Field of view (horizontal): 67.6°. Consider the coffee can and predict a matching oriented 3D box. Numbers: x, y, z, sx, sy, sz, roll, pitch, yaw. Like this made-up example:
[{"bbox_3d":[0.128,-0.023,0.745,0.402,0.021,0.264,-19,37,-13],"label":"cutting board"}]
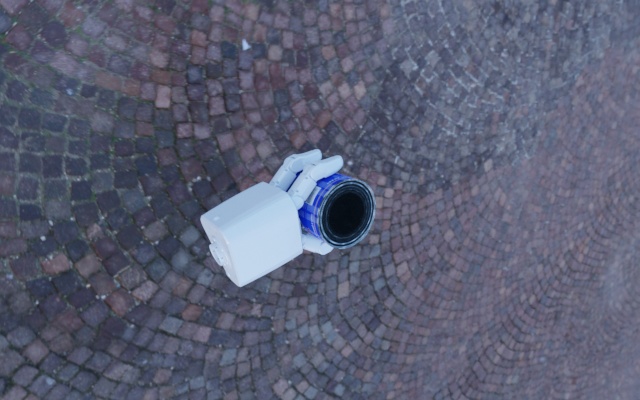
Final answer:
[{"bbox_3d":[0.000,0.002,0.722,0.103,0.103,0.140,0,14,-35],"label":"coffee can"}]
